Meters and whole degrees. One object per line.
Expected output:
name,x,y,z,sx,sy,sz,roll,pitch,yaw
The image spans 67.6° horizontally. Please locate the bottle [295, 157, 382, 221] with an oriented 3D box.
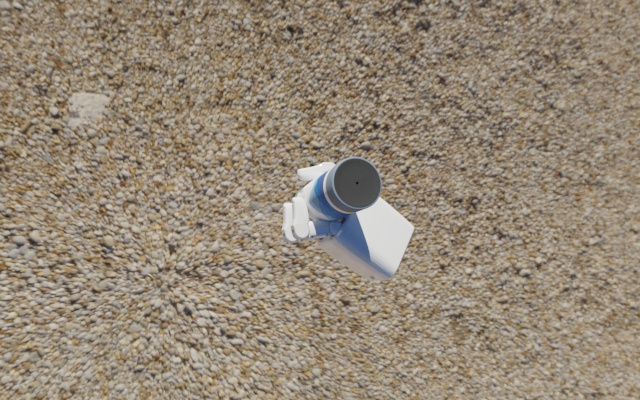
bottle,0.000,0.002,0.720,0.069,0.069,0.296,0,-9,-18
